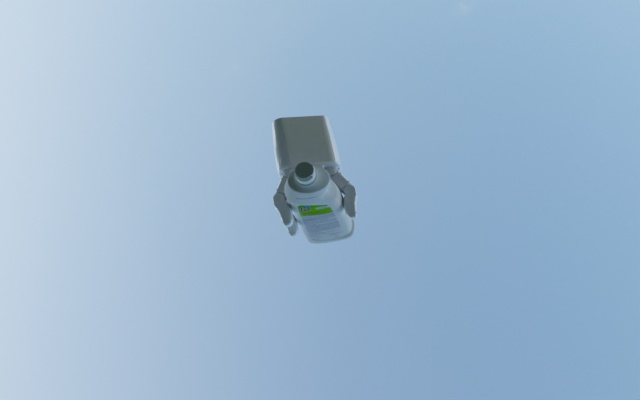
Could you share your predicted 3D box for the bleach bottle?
[{"bbox_3d":[0.000,0.003,0.824,0.102,0.068,0.251,-12,-24,3],"label":"bleach bottle"}]
